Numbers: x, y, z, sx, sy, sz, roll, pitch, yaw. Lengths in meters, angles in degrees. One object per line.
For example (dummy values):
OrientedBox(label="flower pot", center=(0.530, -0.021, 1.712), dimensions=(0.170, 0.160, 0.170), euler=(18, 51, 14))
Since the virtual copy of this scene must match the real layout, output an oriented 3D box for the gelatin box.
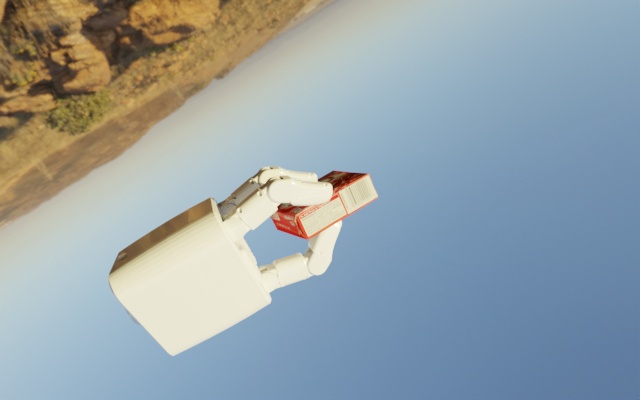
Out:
OrientedBox(label="gelatin box", center=(0.001, 0.002, 0.476), dimensions=(0.089, 0.030, 0.073), euler=(-30, 17, -21))
